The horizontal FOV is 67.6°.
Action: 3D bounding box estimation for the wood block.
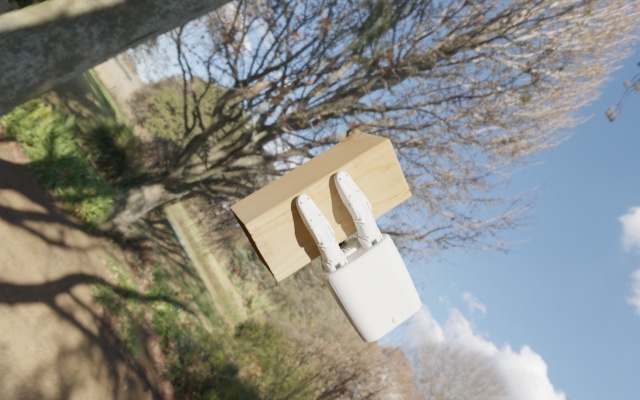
[{"bbox_3d":[0.000,0.002,0.623,0.206,0.090,0.091,-32,23,-13],"label":"wood block"}]
